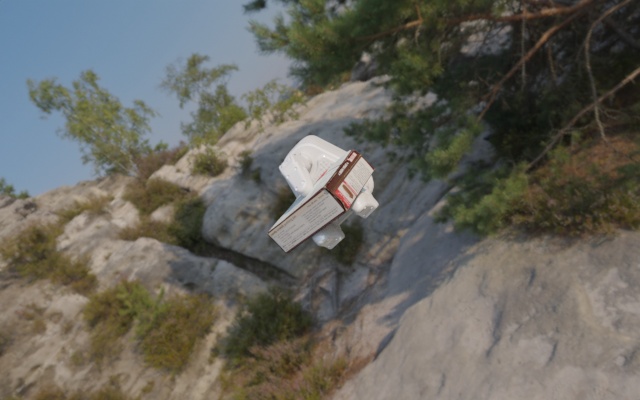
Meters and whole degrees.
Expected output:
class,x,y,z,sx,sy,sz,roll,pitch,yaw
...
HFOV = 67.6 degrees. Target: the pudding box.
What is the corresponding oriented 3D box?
class,x,y,z,sx,sy,sz,roll,pitch,yaw
pudding box,0.000,0.002,0.540,0.113,0.039,0.090,-40,9,41
